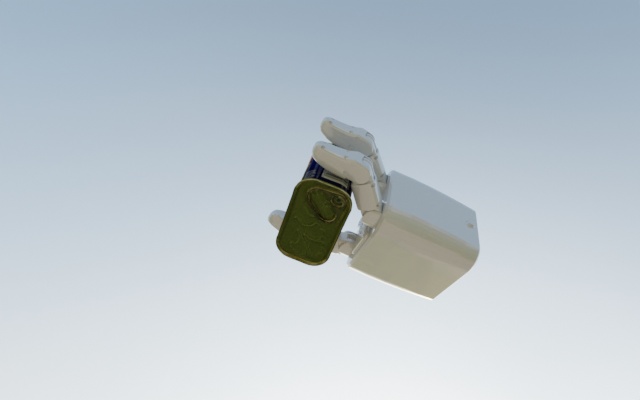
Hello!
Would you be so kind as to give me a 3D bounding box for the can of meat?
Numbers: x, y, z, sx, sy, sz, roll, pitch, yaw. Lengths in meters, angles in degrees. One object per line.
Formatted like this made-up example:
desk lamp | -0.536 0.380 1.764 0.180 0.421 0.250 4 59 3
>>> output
can of meat | 0.000 0.001 0.495 0.057 0.102 0.084 21 36 -1
